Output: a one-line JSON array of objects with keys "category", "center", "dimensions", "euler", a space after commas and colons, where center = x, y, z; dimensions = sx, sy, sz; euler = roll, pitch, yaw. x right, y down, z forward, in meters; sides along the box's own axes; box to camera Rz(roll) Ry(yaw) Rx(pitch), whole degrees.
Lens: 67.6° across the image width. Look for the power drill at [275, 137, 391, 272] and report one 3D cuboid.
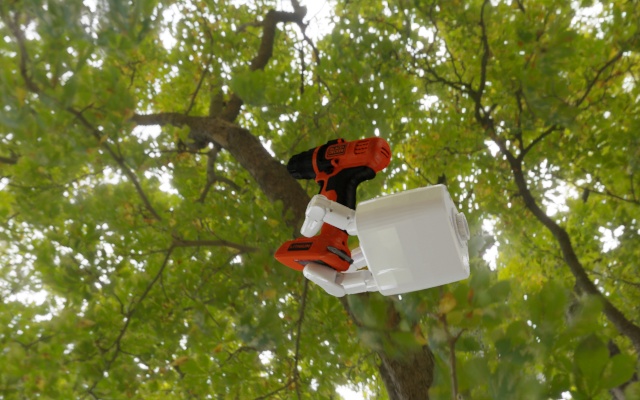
[{"category": "power drill", "center": [0.000, 0.003, 0.661], "dimensions": [0.184, 0.187, 0.057], "euler": [-7, -31, 45]}]
